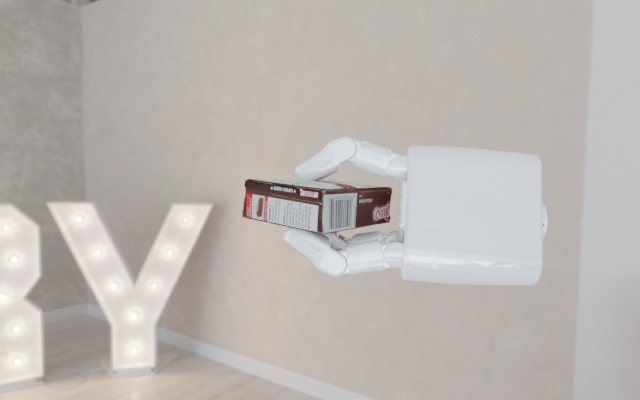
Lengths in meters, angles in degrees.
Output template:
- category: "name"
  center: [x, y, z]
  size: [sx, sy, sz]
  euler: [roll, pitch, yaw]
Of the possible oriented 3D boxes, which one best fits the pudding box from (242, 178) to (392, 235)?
- category: "pudding box"
  center: [0.000, 0.001, 0.436]
  size: [0.090, 0.039, 0.113]
  euler: [8, 6, 36]
